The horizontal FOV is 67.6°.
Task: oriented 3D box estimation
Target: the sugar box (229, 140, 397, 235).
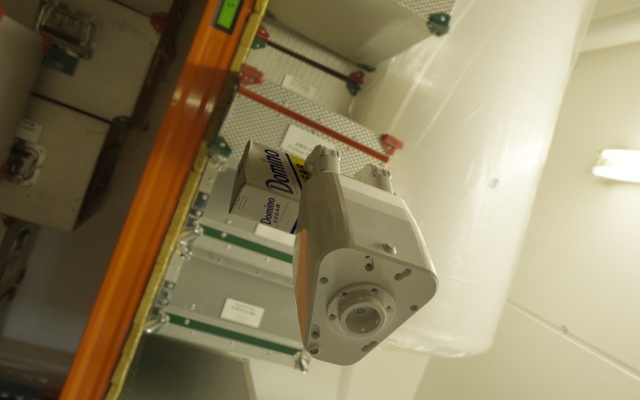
[{"bbox_3d":[0.000,0.001,0.488,0.176,0.048,0.093,21,28,-17],"label":"sugar box"}]
